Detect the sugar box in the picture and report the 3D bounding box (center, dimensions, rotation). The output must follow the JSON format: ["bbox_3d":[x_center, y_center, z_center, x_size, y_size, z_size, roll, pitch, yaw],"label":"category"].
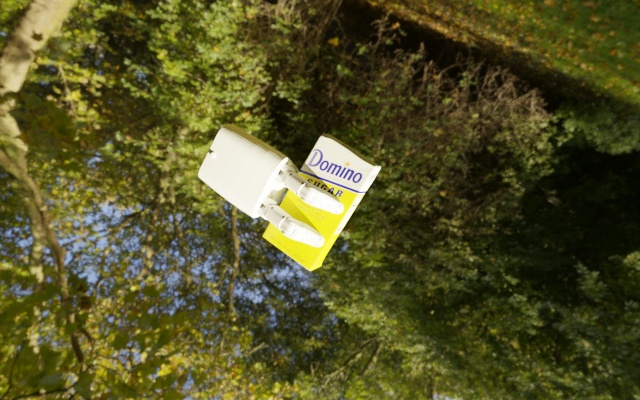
[{"bbox_3d":[0.000,0.002,0.685,0.093,0.176,0.048,33,15,15],"label":"sugar box"}]
